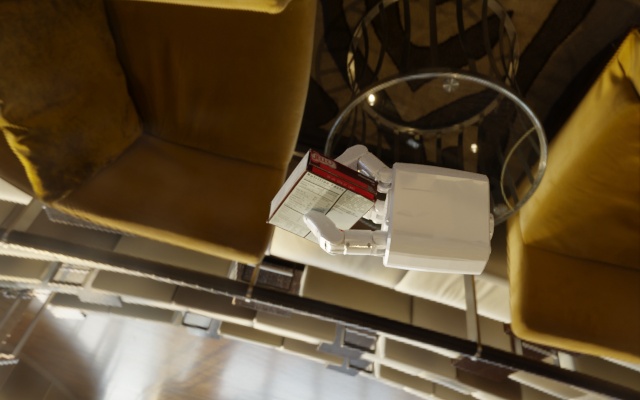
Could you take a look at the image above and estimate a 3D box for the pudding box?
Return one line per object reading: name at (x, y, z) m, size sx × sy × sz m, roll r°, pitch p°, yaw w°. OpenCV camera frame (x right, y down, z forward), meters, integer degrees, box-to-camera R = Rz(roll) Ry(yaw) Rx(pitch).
pudding box at (0.000, 0.002, 0.556) m, size 0.090 × 0.039 × 0.113 m, roll 25°, pitch -45°, yaw -16°
